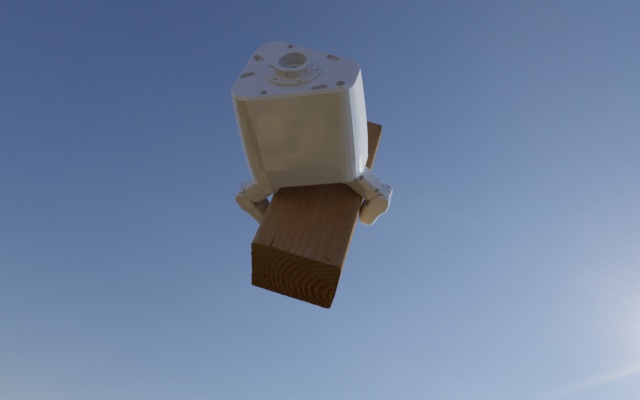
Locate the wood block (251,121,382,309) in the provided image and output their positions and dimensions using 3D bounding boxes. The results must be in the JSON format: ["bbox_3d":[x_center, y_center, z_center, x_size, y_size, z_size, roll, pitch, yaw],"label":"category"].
[{"bbox_3d":[0.000,0.002,0.538,0.091,0.206,0.090,16,-38,5],"label":"wood block"}]
